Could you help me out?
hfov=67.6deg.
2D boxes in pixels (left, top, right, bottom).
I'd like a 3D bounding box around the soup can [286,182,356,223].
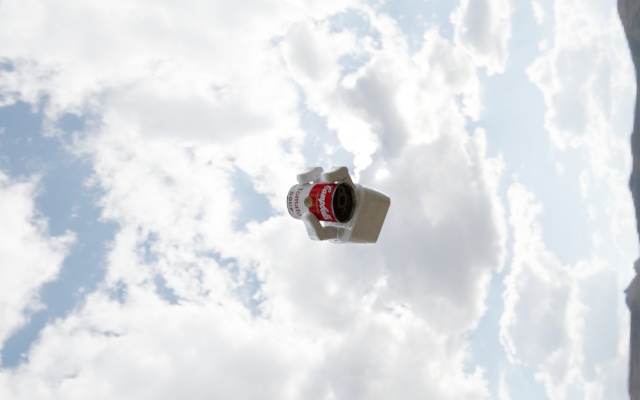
[{"bbox_3d":[0.000,0.003,0.817,0.102,0.068,0.068,2,1,38],"label":"soup can"}]
